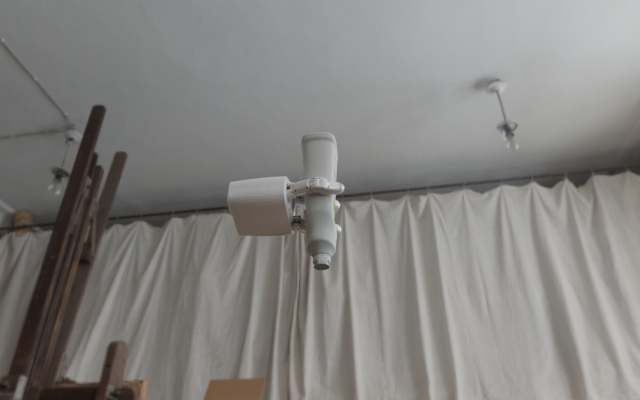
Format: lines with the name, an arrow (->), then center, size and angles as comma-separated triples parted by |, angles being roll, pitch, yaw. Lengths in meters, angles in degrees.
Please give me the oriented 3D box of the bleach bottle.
bleach bottle -> 0.000, 0.003, 0.877 | 0.068, 0.250, 0.103 | -4, -31, 6
